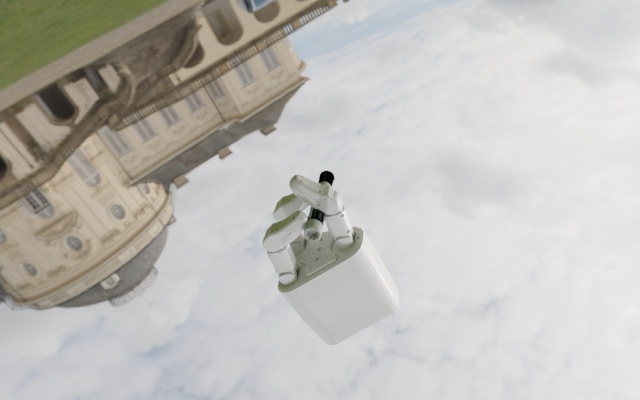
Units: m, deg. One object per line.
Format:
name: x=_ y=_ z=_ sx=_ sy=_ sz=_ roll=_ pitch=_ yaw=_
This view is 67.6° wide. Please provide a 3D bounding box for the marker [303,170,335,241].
marker: x=0.000 y=0.002 z=0.540 sx=0.020 sy=0.020 sz=0.121 roll=0 pitch=34 yaw=10
